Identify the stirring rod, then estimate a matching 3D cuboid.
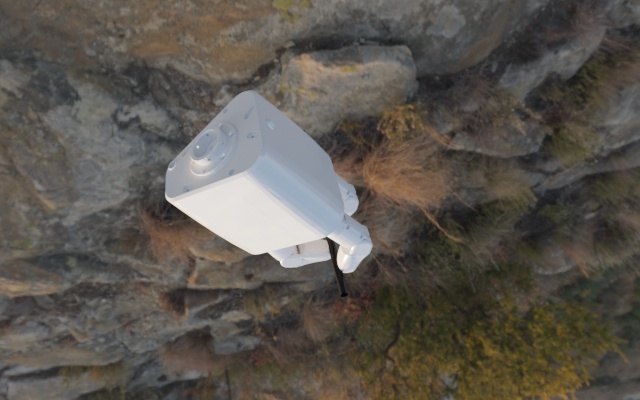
[{"bbox_3d":[0.000,0.002,0.539,0.011,0.239,0.011,-8,-40,-7],"label":"stirring rod"}]
